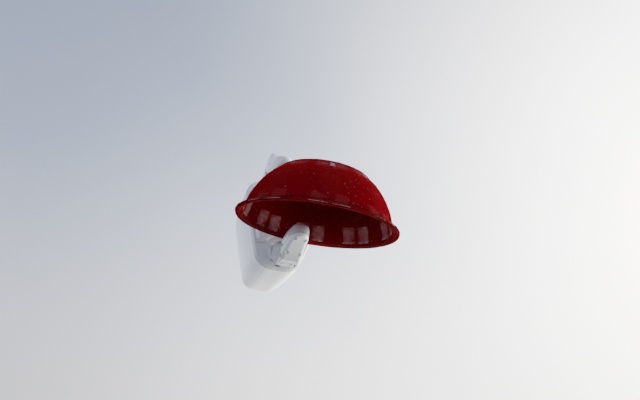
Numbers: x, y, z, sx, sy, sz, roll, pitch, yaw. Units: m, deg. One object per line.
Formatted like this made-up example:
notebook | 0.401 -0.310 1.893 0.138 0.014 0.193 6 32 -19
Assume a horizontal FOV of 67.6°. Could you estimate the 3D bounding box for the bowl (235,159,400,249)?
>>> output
bowl | 0.001 0.001 0.473 0.162 0.055 0.162 8 -18 3
